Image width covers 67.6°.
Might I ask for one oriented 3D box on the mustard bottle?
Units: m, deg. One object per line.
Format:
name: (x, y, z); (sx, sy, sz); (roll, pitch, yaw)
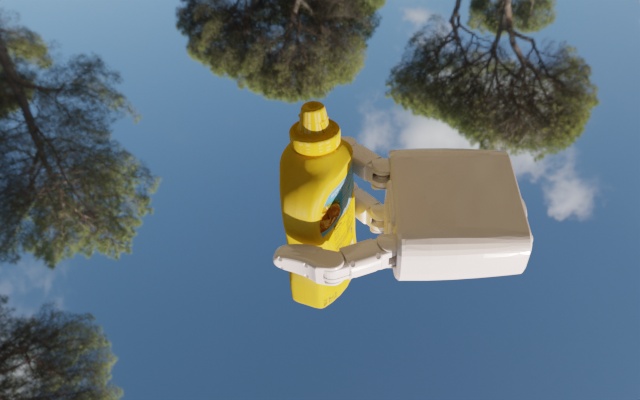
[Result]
mustard bottle: (0.000, 0.002, 0.426); (0.058, 0.192, 0.096); (14, 43, 20)
